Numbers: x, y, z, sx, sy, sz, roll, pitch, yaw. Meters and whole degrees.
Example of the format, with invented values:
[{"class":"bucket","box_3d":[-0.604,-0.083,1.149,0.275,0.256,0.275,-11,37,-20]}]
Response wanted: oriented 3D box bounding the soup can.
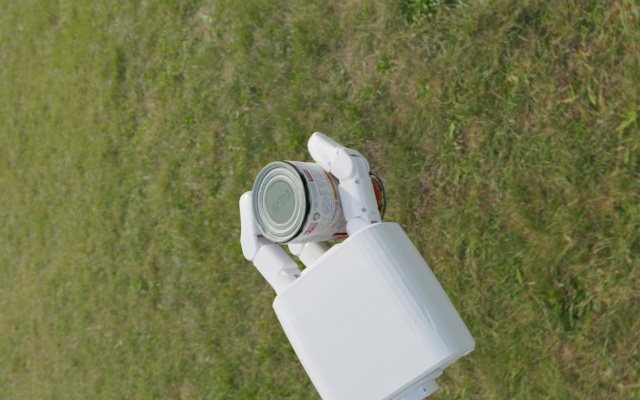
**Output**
[{"class":"soup can","box_3d":[0.000,0.001,0.413,0.068,0.068,0.102,0,0,43]}]
